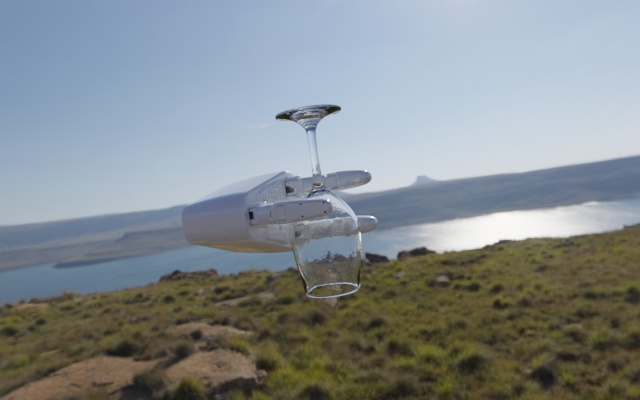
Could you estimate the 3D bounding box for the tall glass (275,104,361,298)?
[{"bbox_3d":[0.000,0.001,0.527,0.079,0.201,0.079,-8,0,0],"label":"tall glass"}]
